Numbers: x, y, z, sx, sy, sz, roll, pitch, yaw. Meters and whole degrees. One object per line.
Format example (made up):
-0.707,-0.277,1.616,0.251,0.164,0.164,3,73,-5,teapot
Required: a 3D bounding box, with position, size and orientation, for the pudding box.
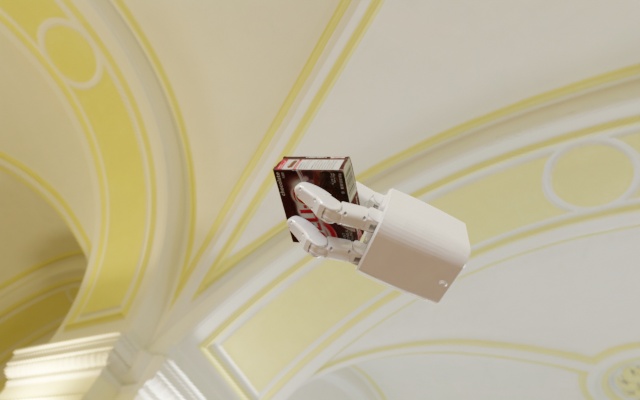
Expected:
0.000,0.002,0.581,0.090,0.114,0.039,2,32,22,pudding box
